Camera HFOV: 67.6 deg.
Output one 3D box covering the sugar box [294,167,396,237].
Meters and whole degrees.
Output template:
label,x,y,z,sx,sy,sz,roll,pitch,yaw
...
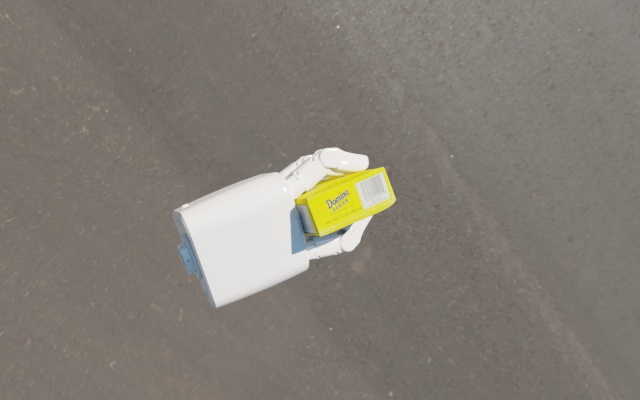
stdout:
label,x,y,z,sx,sy,sz,roll,pitch,yaw
sugar box,0.000,0.001,0.545,0.093,0.048,0.176,-22,9,-21
